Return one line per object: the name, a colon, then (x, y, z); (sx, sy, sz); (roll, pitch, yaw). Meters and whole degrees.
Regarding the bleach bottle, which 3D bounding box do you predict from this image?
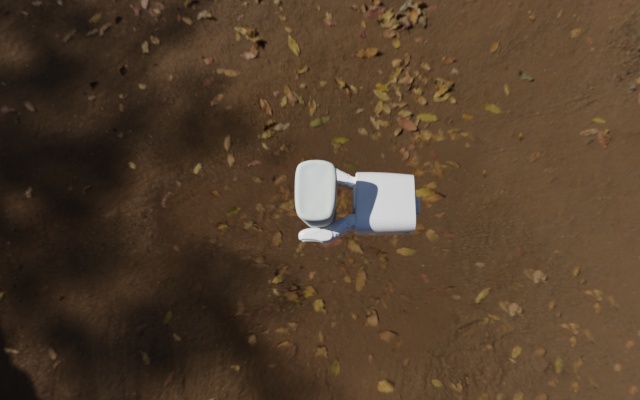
bleach bottle: (0.000, 0.003, 0.878); (0.068, 0.102, 0.251); (1, -8, 4)
